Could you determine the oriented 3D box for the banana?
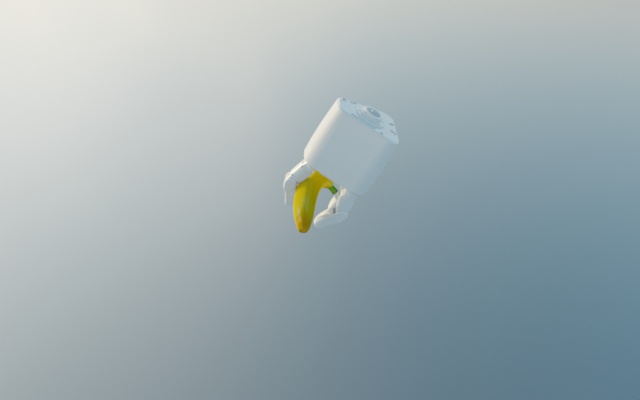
[{"bbox_3d":[-0.009,-0.014,0.796,0.037,0.069,0.197,-29,9,26],"label":"banana"}]
